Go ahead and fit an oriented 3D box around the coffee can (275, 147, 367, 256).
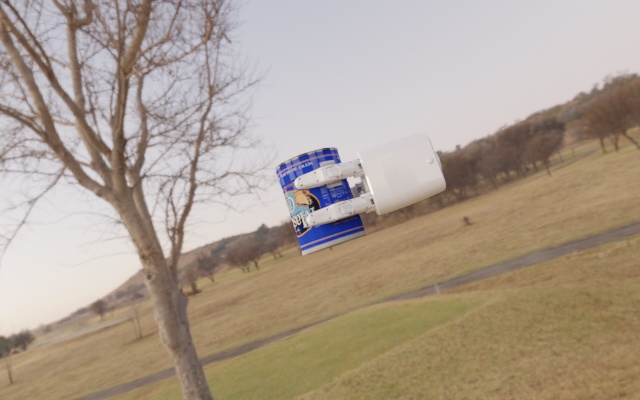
[{"bbox_3d":[0.000,0.003,0.732,0.103,0.140,0.103,-18,-6,-2],"label":"coffee can"}]
